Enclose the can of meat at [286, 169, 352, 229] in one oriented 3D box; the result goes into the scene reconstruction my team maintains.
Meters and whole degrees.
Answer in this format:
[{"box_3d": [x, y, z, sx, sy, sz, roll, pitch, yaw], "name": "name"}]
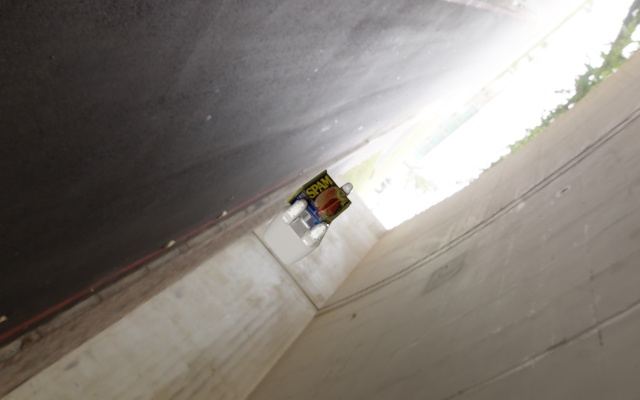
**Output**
[{"box_3d": [0.000, 0.003, 0.891, 0.102, 0.084, 0.057, -38, -4, -43], "name": "can of meat"}]
